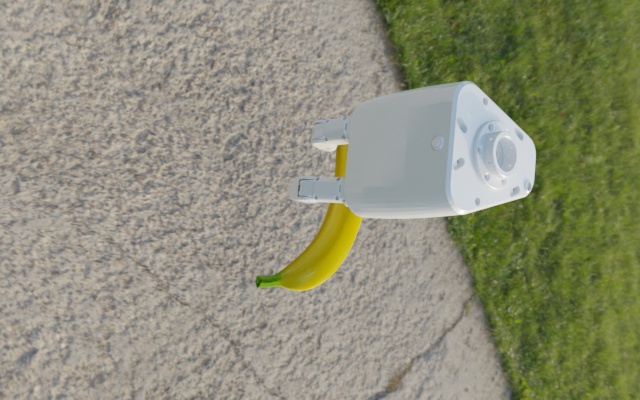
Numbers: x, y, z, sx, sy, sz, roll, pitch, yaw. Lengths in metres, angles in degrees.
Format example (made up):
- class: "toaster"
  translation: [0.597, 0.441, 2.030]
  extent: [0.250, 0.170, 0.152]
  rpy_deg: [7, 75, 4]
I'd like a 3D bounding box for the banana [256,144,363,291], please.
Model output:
- class: "banana"
  translation: [0.012, 0.014, 0.486]
  extent: [0.070, 0.197, 0.037]
  rpy_deg: [37, -19, -27]
